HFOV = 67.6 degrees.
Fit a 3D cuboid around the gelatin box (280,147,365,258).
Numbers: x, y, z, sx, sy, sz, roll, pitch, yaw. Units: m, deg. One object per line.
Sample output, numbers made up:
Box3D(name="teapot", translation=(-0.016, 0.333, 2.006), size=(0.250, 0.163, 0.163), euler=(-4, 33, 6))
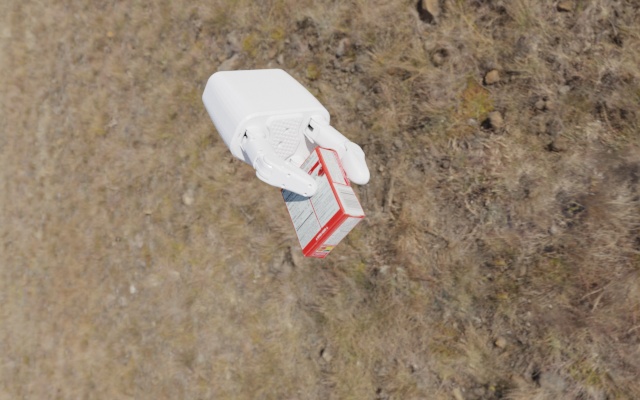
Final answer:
Box3D(name="gelatin box", translation=(0.000, 0.002, 0.482), size=(0.030, 0.089, 0.073), euler=(8, -43, -38))
